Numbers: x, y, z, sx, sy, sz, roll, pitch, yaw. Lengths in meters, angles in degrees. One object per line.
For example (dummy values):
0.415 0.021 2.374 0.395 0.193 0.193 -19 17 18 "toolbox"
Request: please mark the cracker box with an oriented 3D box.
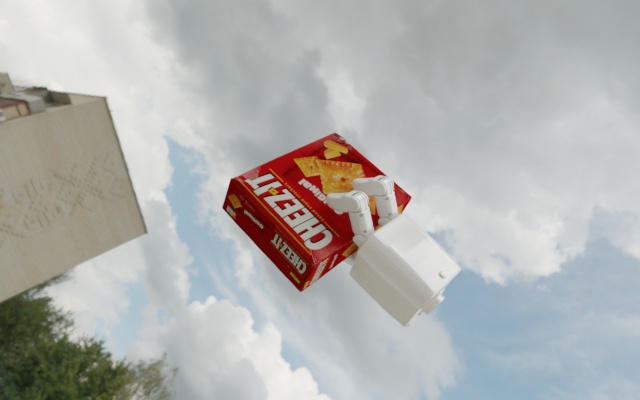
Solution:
0.000 0.002 0.671 0.164 0.072 0.213 44 47 19 "cracker box"
